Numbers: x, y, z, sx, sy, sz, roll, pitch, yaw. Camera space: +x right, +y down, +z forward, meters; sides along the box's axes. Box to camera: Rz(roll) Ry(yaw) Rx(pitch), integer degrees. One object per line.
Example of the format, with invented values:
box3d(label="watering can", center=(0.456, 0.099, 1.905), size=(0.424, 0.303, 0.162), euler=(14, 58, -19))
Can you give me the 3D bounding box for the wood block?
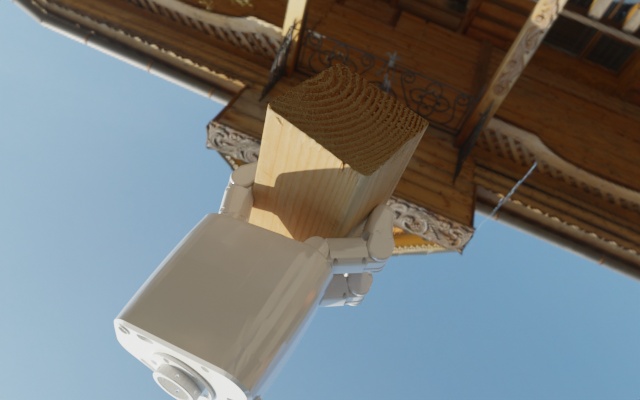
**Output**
box3d(label="wood block", center=(0.000, 0.001, 0.419), size=(0.091, 0.206, 0.090), euler=(38, 51, 15))
